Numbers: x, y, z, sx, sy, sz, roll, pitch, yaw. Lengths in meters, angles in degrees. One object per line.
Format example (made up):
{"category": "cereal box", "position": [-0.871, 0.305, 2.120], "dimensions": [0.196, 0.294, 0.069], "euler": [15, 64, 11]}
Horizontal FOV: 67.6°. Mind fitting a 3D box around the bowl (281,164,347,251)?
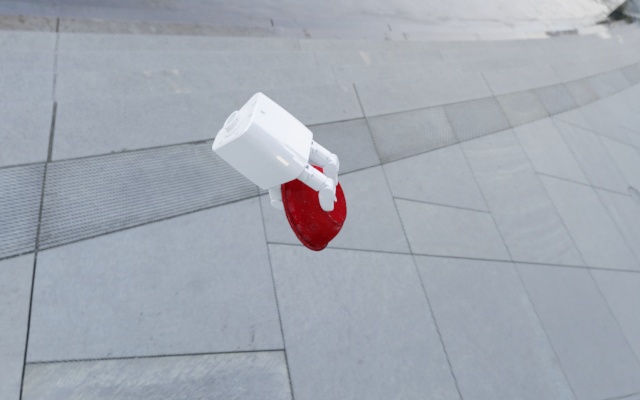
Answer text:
{"category": "bowl", "position": [0.001, 0.003, 0.815], "dimensions": [0.055, 0.162, 0.162], "euler": [-17, -8, 26]}
